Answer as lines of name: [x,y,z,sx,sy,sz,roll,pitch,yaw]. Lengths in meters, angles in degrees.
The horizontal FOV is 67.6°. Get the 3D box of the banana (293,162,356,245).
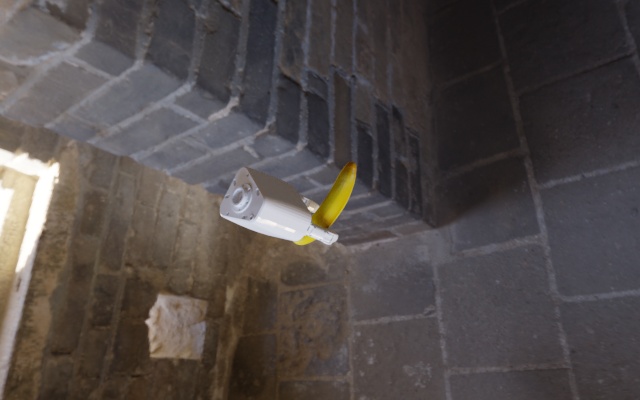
banana: [0.005,0.017,0.861,0.037,0.198,0.069,24,26,-41]
